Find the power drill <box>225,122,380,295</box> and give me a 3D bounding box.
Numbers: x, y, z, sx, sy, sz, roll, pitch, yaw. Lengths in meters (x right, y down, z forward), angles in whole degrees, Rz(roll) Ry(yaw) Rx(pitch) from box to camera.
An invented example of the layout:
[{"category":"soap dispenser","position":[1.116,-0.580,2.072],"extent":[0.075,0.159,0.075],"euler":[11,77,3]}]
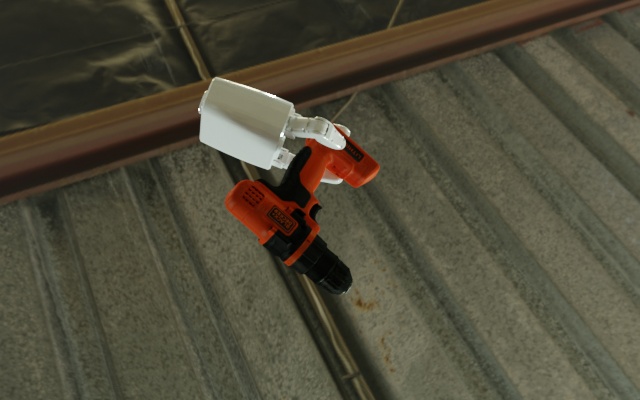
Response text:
[{"category":"power drill","position":[0.000,0.002,0.607],"extent":[0.187,0.184,0.057],"euler":[-52,8,-34]}]
